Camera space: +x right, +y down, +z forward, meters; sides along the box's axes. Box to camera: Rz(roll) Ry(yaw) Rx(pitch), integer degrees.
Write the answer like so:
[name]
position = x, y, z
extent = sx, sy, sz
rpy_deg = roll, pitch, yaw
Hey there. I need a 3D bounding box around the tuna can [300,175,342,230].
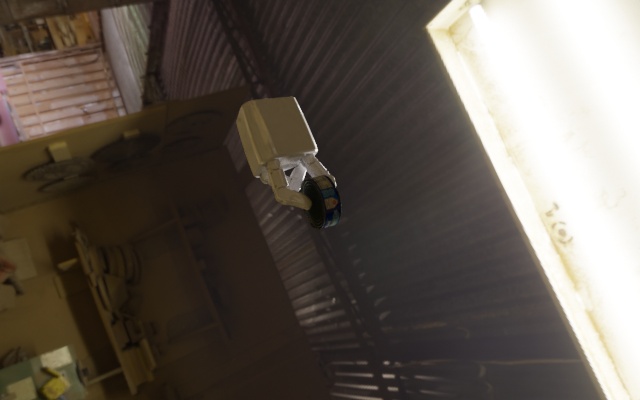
[tuna can]
position = 0.001, 0.002, 0.774
extent = 0.034, 0.086, 0.086
rpy_deg = -15, 6, -23
